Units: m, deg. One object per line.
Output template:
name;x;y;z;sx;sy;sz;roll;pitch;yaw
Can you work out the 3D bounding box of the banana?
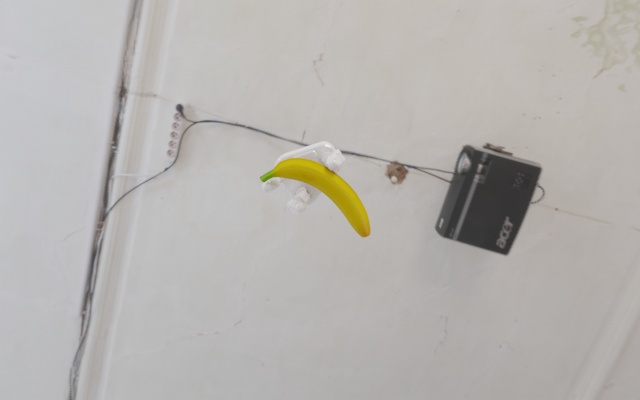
banana;0.006;-0.015;0.756;0.198;0.069;0.037;29;7;-8
